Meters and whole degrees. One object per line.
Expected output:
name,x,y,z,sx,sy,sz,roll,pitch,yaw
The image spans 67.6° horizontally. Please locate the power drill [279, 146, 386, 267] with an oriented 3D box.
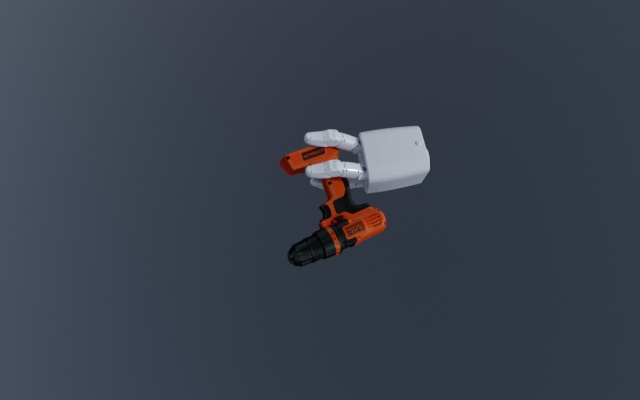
power drill,0.000,0.002,0.816,0.184,0.187,0.057,-22,-6,-22
